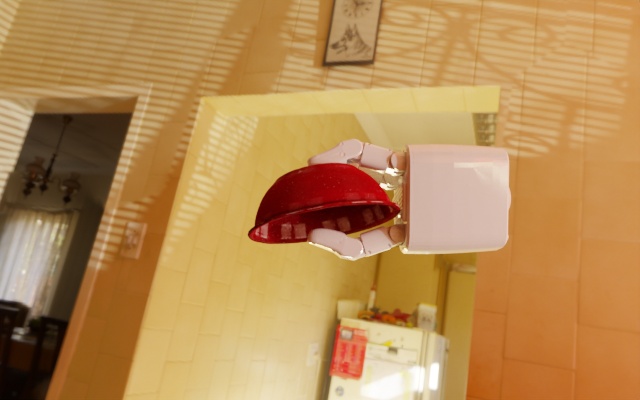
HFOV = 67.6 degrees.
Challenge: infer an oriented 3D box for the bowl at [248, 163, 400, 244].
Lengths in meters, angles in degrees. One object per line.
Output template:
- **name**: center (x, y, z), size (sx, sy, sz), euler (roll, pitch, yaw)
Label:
- **bowl**: center (-0.001, 0.001, 0.507), size (0.162, 0.055, 0.162), euler (-10, -14, -3)
